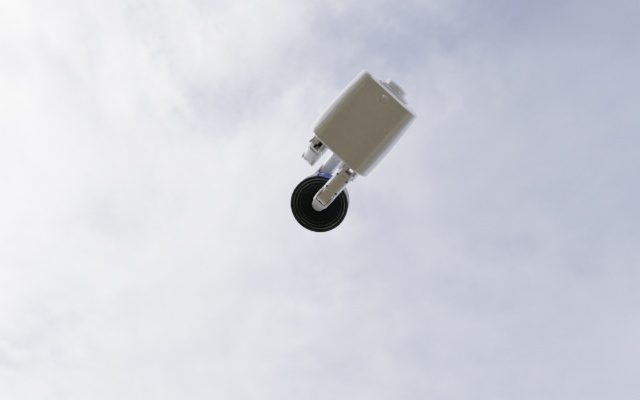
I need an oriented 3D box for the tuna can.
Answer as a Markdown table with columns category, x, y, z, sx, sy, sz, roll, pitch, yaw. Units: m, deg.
| category | x | y | z | sx | sy | sz | roll | pitch | yaw |
| --- | --- | --- | --- | --- | --- | --- | --- | --- | --- |
| tuna can | 0.000 | 0.002 | 0.712 | 0.086 | 0.086 | 0.033 | 0 | 13 | 9 |
